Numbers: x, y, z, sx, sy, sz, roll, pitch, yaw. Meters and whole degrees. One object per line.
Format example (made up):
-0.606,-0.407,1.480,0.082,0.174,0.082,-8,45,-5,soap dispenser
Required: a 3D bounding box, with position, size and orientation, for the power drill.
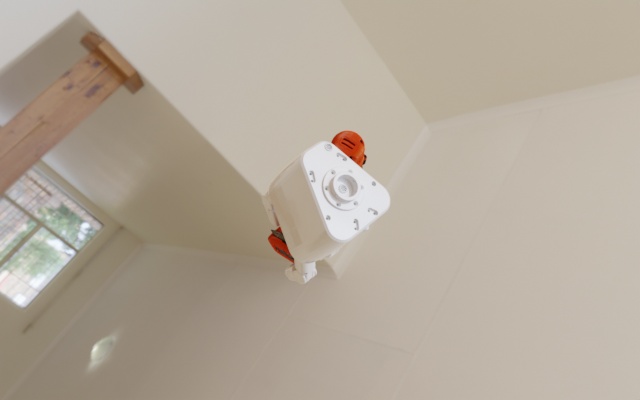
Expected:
0.000,0.003,0.692,0.057,0.187,0.184,29,-12,9,power drill
